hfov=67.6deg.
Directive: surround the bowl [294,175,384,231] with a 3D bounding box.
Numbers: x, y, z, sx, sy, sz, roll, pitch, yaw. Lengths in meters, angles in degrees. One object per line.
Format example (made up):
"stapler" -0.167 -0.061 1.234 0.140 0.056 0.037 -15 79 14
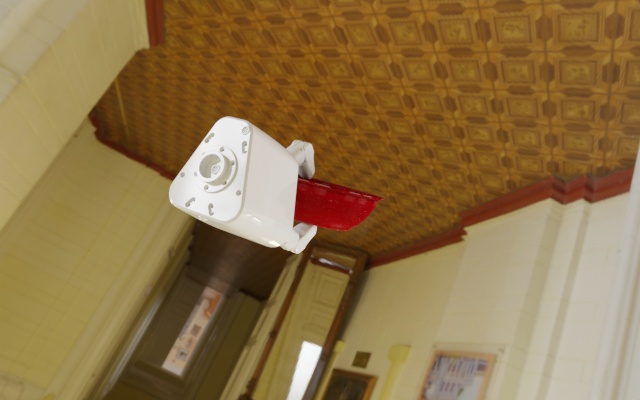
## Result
"bowl" 0.001 0.003 0.639 0.162 0.055 0.162 14 4 -1
